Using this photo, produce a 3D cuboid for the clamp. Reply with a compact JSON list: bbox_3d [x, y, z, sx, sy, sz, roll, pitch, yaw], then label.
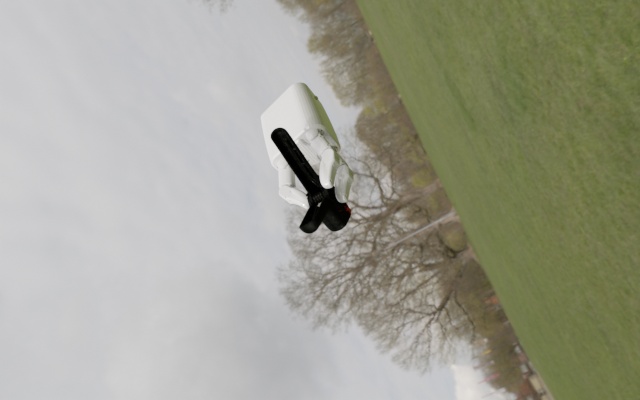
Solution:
[{"bbox_3d":[0.000,0.003,0.714,0.036,0.164,0.210,-25,-33,16],"label":"clamp"}]
